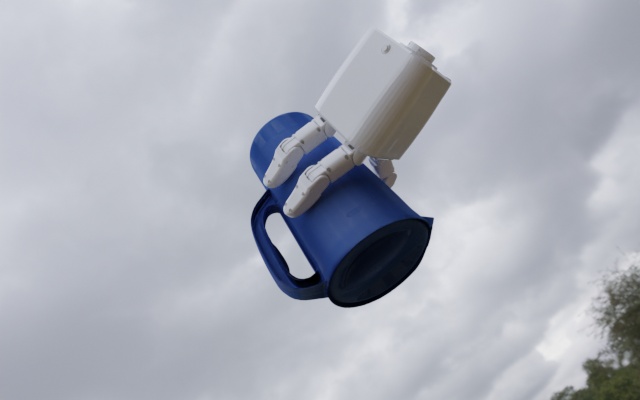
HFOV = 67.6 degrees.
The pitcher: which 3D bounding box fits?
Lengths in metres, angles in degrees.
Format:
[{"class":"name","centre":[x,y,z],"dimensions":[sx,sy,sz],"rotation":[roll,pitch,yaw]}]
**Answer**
[{"class":"pitcher","centre":[0.000,0.002,0.570],"dimensions":[0.149,0.145,0.242],"rotation":[15,28,-46]}]
